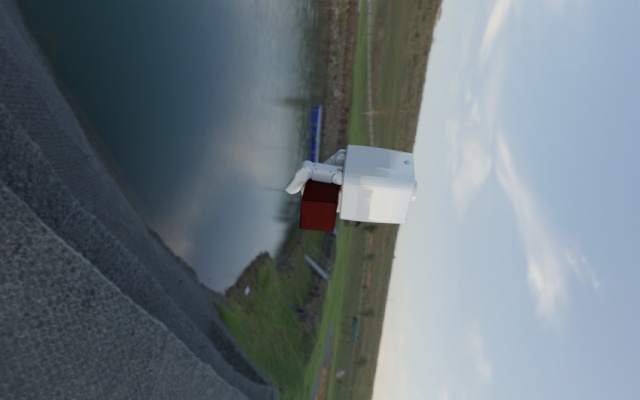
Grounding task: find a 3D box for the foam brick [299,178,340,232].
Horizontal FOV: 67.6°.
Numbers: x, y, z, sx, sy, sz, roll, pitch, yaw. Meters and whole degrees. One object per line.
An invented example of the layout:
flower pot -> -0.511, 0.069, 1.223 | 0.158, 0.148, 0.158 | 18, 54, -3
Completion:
foam brick -> 0.000, 0.003, 0.714 | 0.051, 0.053, 0.078 | 7, 35, 3
